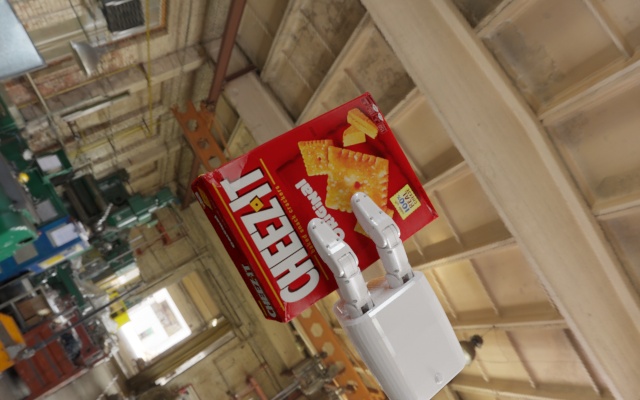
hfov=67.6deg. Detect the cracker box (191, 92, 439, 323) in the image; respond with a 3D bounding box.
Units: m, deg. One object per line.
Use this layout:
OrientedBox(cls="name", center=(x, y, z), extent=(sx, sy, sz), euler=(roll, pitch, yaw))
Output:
OrientedBox(cls="cracker box", center=(0.000, 0.002, 0.510), extent=(0.213, 0.164, 0.072), euler=(-31, 4, -24))
